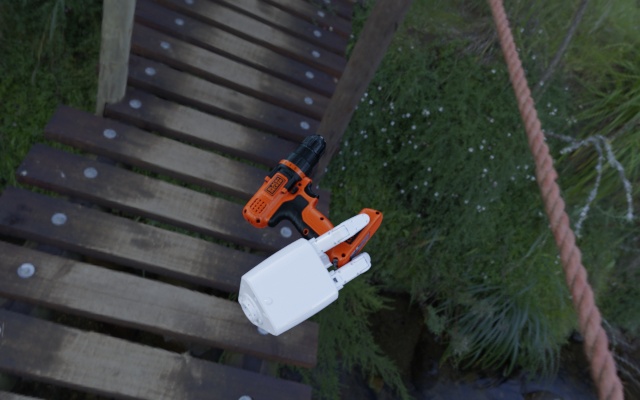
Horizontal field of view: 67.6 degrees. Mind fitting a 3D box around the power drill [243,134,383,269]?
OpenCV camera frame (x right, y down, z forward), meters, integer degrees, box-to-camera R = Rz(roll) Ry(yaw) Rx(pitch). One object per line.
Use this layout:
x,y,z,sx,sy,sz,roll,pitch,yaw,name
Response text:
0.000,0.003,0.746,0.187,0.184,0.057,34,-15,17,power drill
